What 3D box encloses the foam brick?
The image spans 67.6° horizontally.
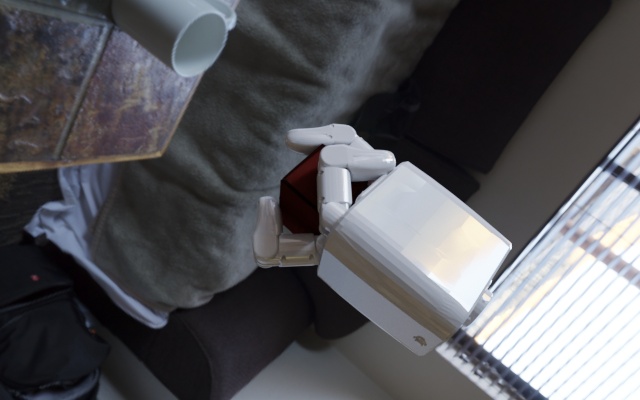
[{"bbox_3d":[0.000,0.001,0.412,0.051,0.053,0.078,40,-24,15],"label":"foam brick"}]
